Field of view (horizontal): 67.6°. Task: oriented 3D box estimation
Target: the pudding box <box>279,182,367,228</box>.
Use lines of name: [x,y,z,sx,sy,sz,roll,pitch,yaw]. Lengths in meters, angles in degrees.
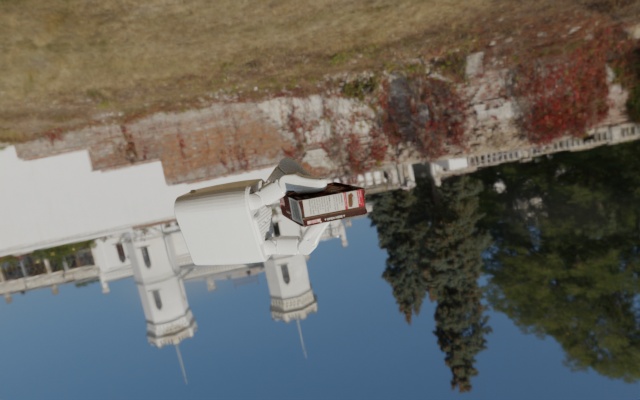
pudding box: [0.000,0.002,0.641,0.090,0.039,0.113,-12,12,-16]
